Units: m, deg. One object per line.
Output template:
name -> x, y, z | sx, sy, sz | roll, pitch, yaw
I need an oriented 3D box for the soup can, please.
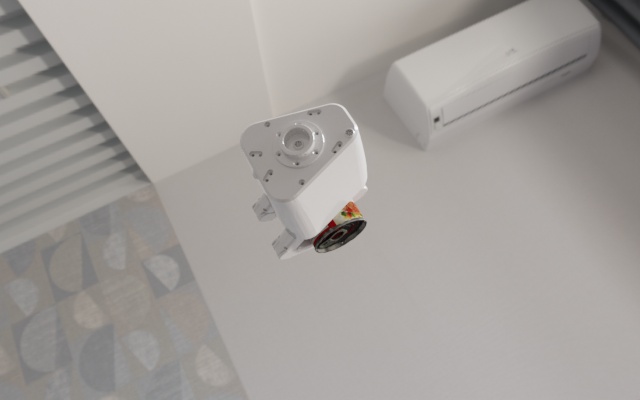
soup can -> 0.000, 0.002, 0.568 | 0.068, 0.102, 0.068 | -26, -23, -12
